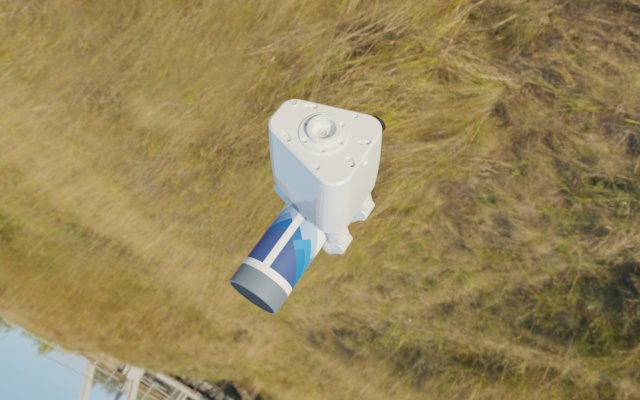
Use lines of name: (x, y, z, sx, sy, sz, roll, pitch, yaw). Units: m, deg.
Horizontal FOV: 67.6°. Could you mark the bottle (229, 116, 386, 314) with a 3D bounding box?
bottle: (0.000, 0.002, 0.607, 0.069, 0.295, 0.069, 29, -24, 14)
